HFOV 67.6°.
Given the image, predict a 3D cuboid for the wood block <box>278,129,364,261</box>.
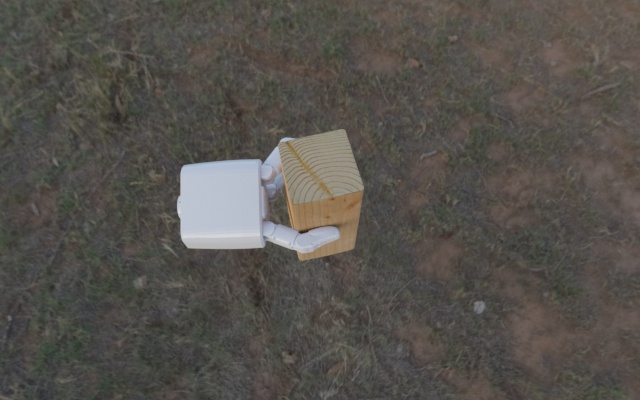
[{"bbox_3d":[0.000,0.002,0.668,0.090,0.090,0.206,-12,-25,-5],"label":"wood block"}]
